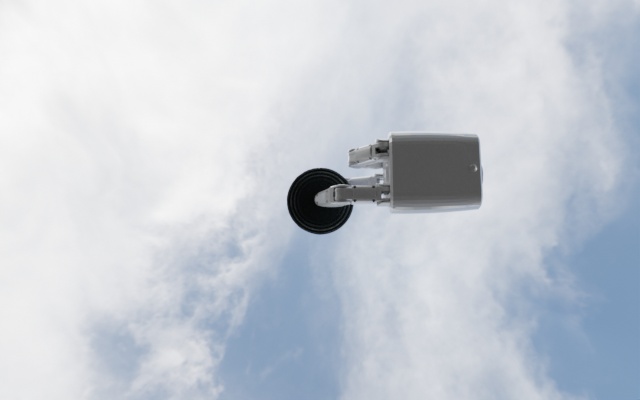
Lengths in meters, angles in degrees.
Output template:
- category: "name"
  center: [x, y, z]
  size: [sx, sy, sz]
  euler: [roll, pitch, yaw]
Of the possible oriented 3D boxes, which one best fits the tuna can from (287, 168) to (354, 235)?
- category: "tuna can"
  center: [0.000, 0.002, 0.623]
  size: [0.086, 0.086, 0.034]
  euler: [0, -6, 1]
